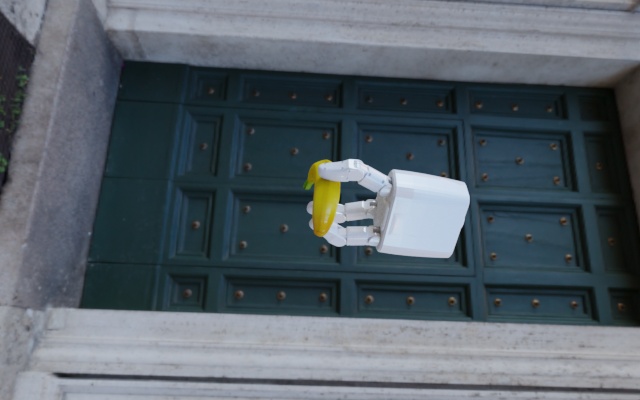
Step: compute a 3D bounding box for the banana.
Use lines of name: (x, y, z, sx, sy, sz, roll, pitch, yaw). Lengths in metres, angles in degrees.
banana: (0.005, -0.016, 0.669, 0.037, 0.070, 0.197, 13, 18, -9)
